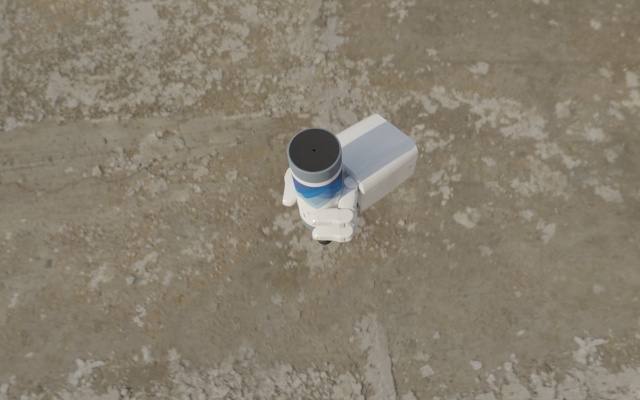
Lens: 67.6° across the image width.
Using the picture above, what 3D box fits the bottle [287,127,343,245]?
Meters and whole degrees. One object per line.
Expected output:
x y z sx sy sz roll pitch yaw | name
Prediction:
0.000 0.002 0.710 0.069 0.069 0.296 0 -26 3 | bottle
